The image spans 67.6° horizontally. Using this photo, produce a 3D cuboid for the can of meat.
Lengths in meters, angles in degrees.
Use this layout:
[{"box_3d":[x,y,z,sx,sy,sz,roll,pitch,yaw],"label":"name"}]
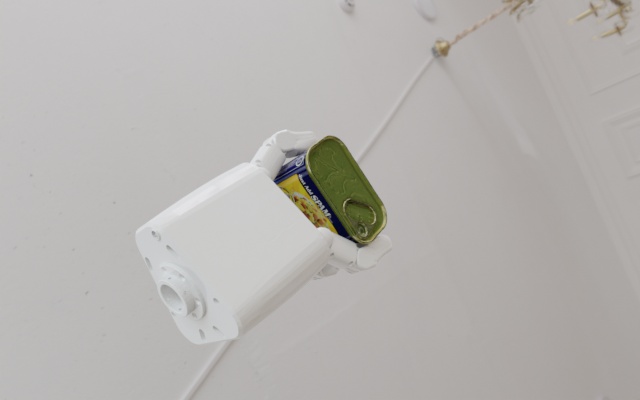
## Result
[{"box_3d":[0.000,0.001,0.460,0.084,0.102,0.057,-25,13,46],"label":"can of meat"}]
